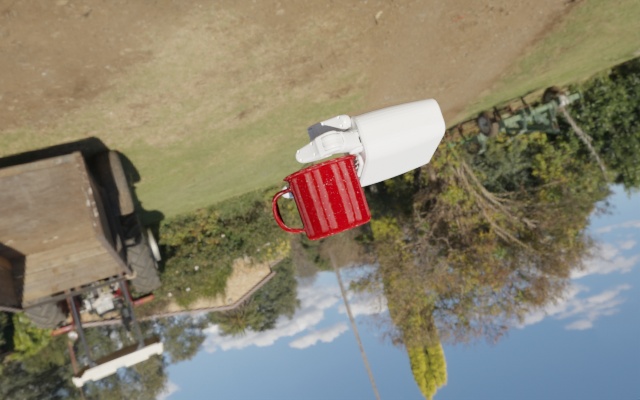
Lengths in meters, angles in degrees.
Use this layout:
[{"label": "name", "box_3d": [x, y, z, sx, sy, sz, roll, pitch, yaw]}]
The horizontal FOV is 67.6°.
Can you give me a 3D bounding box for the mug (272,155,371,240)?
[{"label": "mug", "box_3d": [-0.001, 0.003, 0.575, 0.117, 0.081, 0.093, -18, -2, -9]}]
